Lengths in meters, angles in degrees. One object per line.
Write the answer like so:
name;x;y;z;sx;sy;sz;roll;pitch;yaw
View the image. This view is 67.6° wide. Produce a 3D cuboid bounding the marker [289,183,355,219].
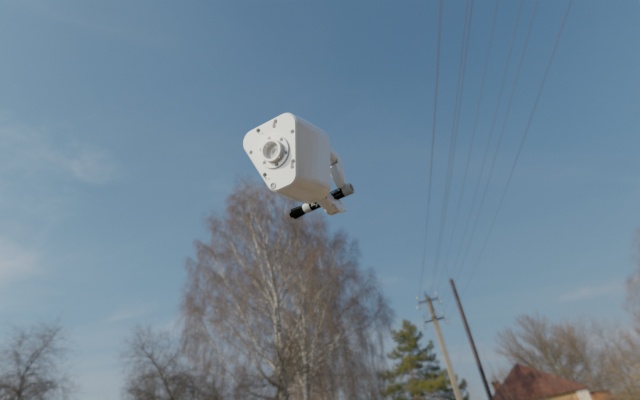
marker;0.000;0.003;0.802;0.121;0.020;0.020;-24;-9;20
